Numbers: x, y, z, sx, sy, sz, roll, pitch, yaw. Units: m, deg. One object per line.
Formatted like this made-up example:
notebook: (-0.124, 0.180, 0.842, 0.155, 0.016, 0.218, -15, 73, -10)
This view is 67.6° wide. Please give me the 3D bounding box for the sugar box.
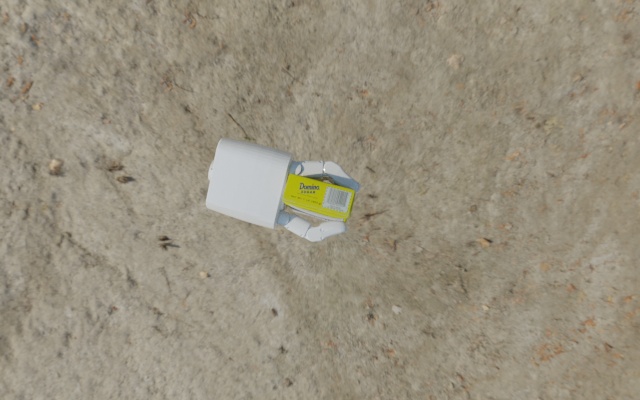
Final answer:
sugar box: (0.000, 0.002, 0.708, 0.093, 0.048, 0.176, 16, -3, 2)
